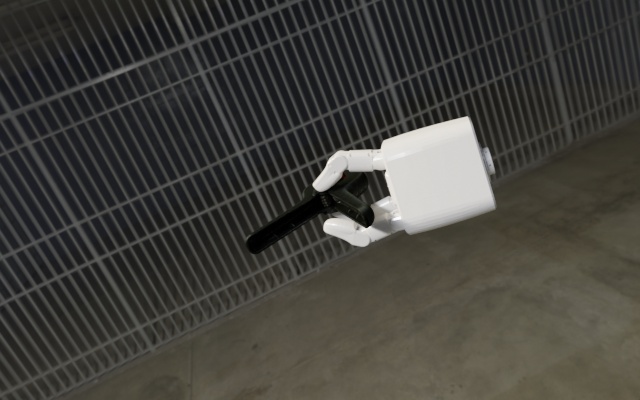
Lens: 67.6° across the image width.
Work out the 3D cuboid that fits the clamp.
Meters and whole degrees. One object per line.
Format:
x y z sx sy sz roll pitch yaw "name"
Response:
0.000 0.001 0.621 0.164 0.036 0.210 -16 19 18 "clamp"
